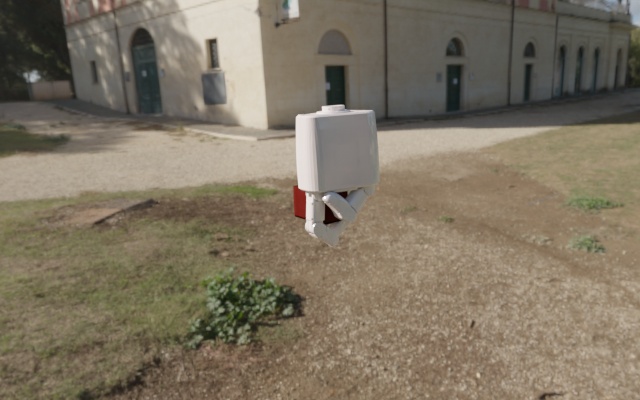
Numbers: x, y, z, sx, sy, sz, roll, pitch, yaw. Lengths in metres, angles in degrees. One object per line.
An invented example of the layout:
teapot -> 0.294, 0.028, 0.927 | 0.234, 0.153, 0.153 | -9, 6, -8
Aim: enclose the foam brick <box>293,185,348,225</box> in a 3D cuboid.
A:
foam brick -> 0.000, 0.002, 0.739 | 0.053, 0.051, 0.078 | -14, 17, -34
